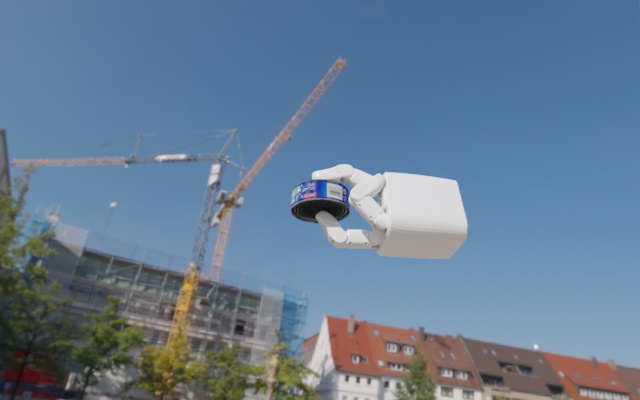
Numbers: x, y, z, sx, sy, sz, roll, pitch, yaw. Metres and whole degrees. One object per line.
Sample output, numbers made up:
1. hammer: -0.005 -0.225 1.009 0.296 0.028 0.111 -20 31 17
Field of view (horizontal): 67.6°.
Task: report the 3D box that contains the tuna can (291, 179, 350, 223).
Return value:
1. tuna can: 0.000 0.002 0.698 0.086 0.033 0.086 0 -25 0
